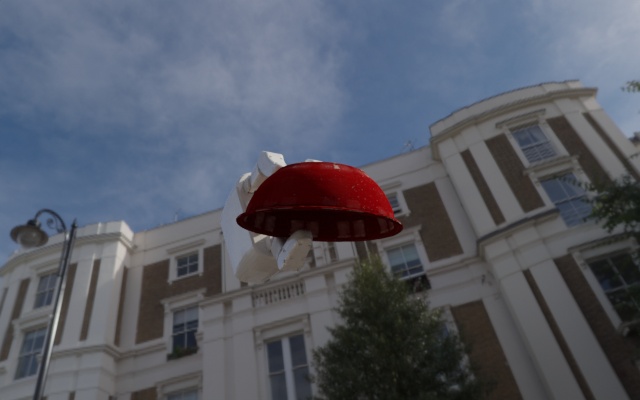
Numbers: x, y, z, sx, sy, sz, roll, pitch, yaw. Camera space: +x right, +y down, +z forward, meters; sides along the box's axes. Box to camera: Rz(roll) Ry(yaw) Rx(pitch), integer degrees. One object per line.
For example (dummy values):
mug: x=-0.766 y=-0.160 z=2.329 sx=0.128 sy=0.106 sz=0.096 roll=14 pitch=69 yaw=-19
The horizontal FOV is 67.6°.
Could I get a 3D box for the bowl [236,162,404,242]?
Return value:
bowl: x=0.001 y=0.001 z=0.471 sx=0.162 sy=0.055 sz=0.162 roll=3 pitch=-14 yaw=1
